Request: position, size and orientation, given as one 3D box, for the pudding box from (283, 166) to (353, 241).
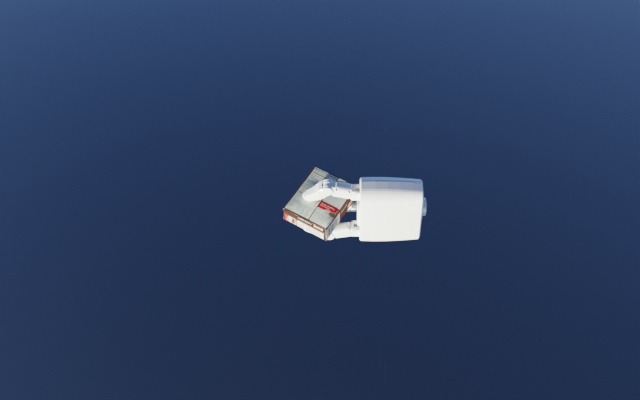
[{"bbox_3d":[0.000,0.003,0.845,0.090,0.113,0.039,26,-32,17],"label":"pudding box"}]
